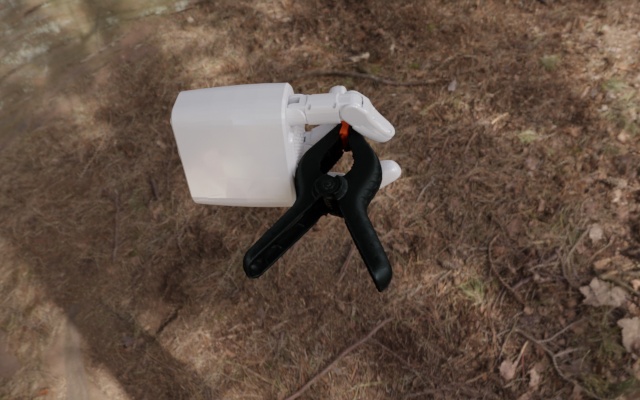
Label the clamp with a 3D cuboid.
[{"bbox_3d":[0.000,0.001,0.412,0.120,0.171,0.039,-1,-39,8],"label":"clamp"}]
